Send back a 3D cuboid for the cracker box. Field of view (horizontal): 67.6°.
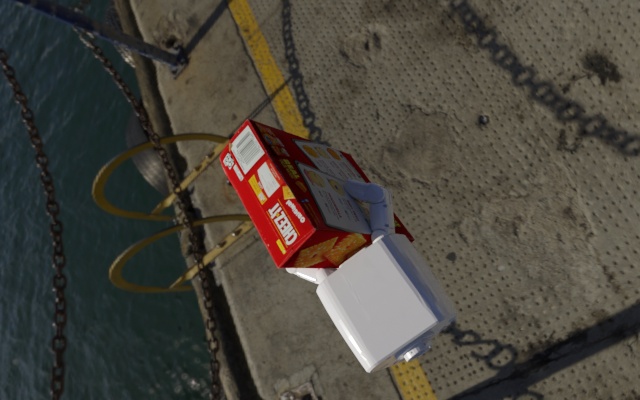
[{"bbox_3d":[0.000,0.002,0.584,0.072,0.164,0.214,-46,-30,22],"label":"cracker box"}]
